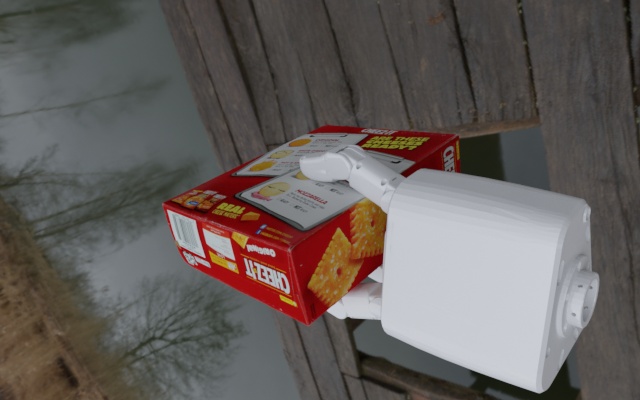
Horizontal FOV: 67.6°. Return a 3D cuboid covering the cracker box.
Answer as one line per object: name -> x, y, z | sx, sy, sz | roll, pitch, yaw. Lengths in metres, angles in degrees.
cracker box -> 0.000, 0.001, 0.423 | 0.164, 0.072, 0.213 | 13, 34, 42
